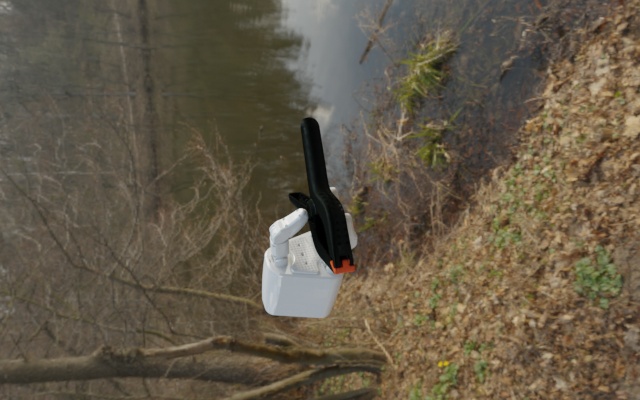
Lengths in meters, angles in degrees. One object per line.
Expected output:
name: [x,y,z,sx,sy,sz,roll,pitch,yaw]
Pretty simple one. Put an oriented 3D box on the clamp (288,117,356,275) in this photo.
clamp: [-0.001,0.003,0.640,0.036,0.165,0.209,-8,44,-18]
